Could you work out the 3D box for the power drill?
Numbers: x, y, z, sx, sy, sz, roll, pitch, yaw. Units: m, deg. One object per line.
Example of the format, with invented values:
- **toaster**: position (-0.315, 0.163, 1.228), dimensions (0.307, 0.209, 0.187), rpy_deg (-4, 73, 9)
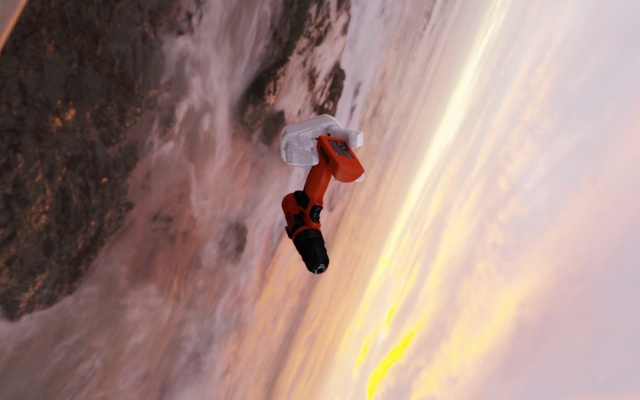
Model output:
- **power drill**: position (0.000, 0.002, 0.788), dimensions (0.057, 0.188, 0.184), rpy_deg (10, 34, -31)
